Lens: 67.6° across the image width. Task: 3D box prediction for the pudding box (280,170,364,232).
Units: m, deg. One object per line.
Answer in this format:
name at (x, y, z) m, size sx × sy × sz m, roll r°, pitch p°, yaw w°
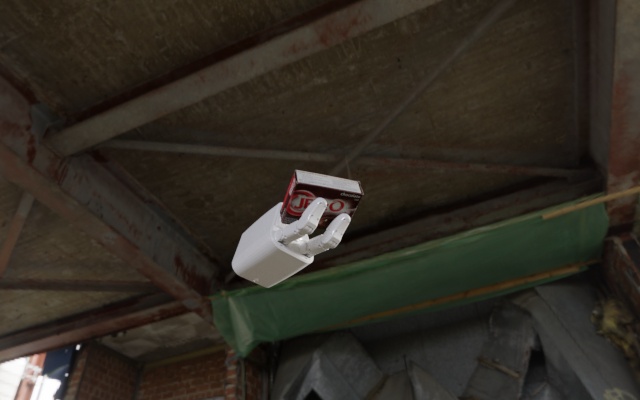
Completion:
pudding box at (0.000, 0.002, 0.767) m, size 0.113 × 0.090 × 0.039 m, roll 8°, pitch 42°, yaw -18°
